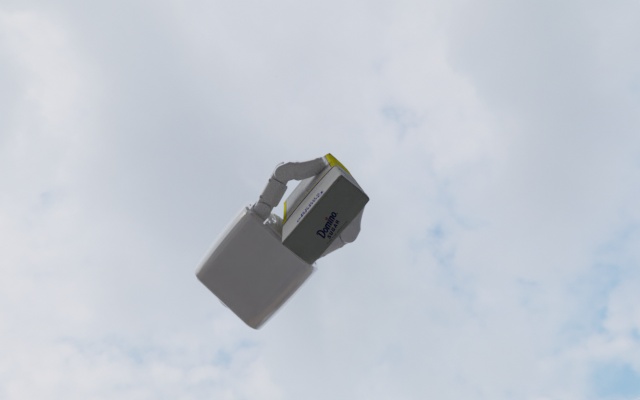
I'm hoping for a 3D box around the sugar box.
[{"bbox_3d":[0.000,0.002,0.548,0.048,0.093,0.176,39,8,-13],"label":"sugar box"}]
